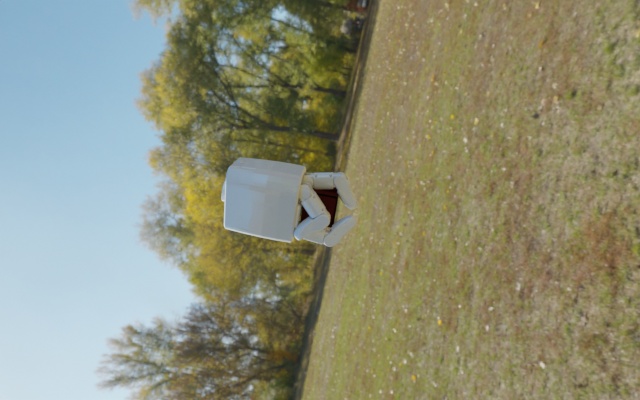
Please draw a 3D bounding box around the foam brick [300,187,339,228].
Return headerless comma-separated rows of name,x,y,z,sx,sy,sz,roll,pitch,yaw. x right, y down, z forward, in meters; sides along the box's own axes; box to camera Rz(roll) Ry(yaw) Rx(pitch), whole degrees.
foam brick,0.000,0.002,0.751,0.051,0.053,0.078,9,17,1
